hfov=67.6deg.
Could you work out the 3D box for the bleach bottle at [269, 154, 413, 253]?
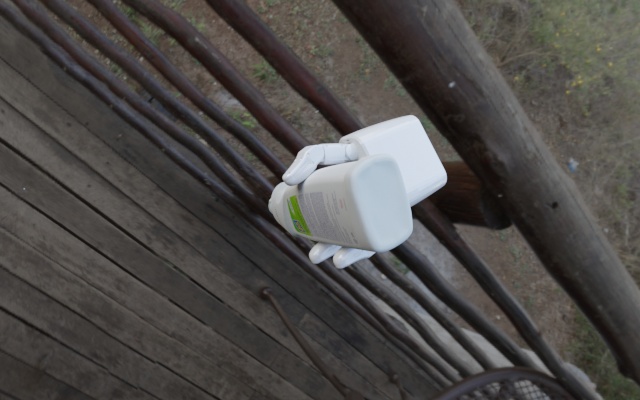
[{"bbox_3d":[0.000,0.002,0.587,0.068,0.102,0.251,-24,14,-29],"label":"bleach bottle"}]
